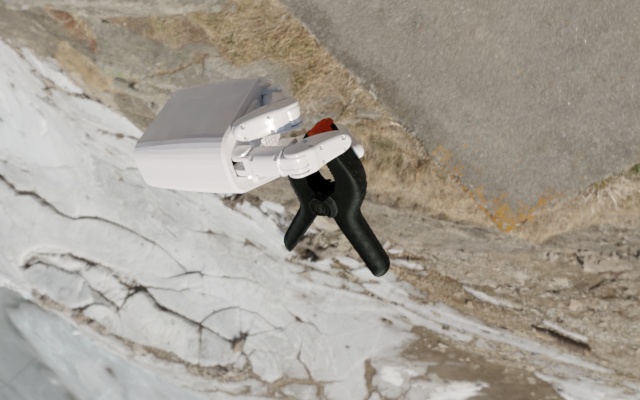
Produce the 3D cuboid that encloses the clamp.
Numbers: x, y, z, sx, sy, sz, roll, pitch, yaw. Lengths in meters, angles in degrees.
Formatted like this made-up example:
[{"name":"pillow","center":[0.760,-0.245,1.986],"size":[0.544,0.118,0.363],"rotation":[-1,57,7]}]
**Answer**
[{"name":"clamp","center":[0.000,0.002,0.469],"size":[0.120,0.172,0.039],"rotation":[1,34,25]}]
